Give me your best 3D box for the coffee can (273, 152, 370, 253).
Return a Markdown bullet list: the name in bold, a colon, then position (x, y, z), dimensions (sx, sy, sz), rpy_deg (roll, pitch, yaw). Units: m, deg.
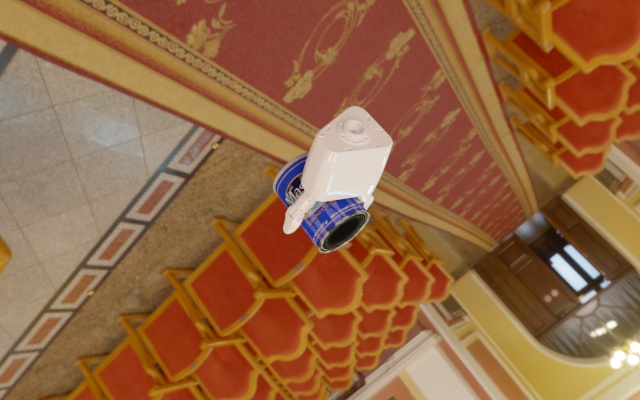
- **coffee can**: position (0.000, 0.003, 0.802), dimensions (0.103, 0.140, 0.103), rpy_deg (-31, -24, -16)
